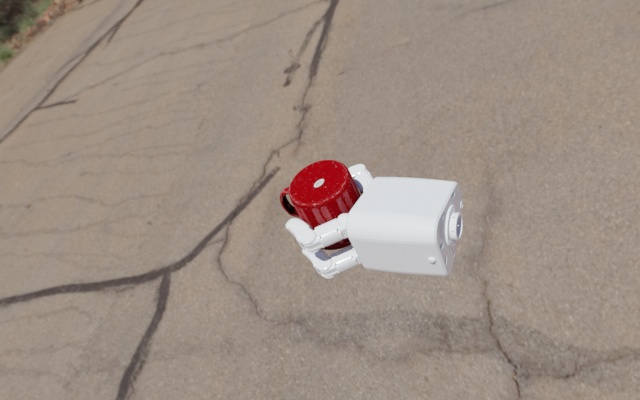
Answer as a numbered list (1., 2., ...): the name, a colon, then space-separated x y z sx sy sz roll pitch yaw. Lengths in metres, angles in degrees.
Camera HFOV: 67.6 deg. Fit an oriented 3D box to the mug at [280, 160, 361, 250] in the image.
1. mug: -0.001 0.002 0.618 0.117 0.093 0.082 3 -40 30
